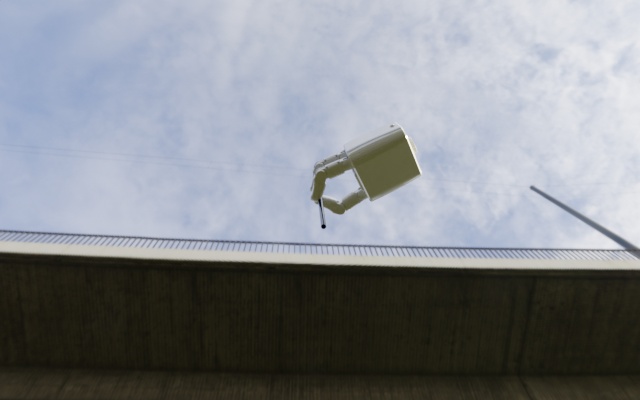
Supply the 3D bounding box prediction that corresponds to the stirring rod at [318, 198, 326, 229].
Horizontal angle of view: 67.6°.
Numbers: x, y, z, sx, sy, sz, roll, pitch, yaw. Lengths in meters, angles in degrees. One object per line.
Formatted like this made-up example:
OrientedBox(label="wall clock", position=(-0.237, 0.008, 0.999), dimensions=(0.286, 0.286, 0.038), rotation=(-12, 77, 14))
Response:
OrientedBox(label="stirring rod", position=(0.000, 0.003, 0.837), dimensions=(0.011, 0.011, 0.239), rotation=(0, 18, -2))
